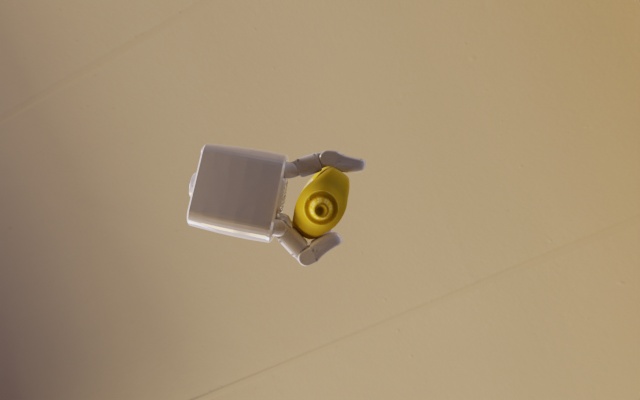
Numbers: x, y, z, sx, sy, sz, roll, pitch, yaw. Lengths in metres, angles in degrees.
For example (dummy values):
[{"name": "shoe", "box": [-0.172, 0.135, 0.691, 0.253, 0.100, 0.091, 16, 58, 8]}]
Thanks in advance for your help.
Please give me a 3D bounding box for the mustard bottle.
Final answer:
[{"name": "mustard bottle", "box": [0.000, 0.002, 0.621, 0.058, 0.096, 0.191, 35, 4, -3]}]
